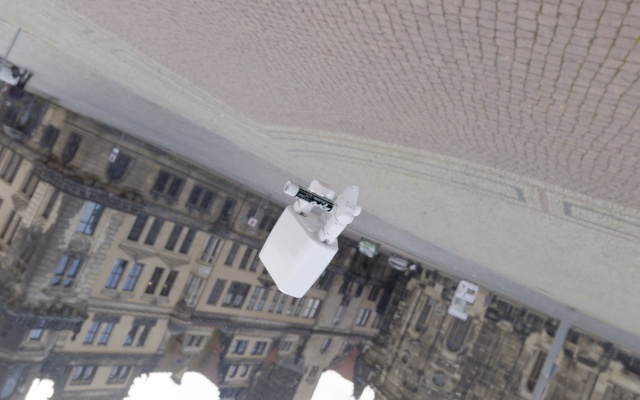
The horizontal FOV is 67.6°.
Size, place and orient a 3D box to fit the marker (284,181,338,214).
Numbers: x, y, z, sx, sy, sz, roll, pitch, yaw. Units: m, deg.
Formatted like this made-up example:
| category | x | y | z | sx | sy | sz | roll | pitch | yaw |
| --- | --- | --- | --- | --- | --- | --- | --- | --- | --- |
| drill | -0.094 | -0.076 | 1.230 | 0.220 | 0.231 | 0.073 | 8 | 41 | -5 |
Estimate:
| category | x | y | z | sx | sy | sz | roll | pitch | yaw |
| --- | --- | --- | --- | --- | --- | --- | --- | --- | --- |
| marker | 0.000 | 0.002 | 0.722 | 0.121 | 0.020 | 0.020 | 25 | -12 | -27 |
